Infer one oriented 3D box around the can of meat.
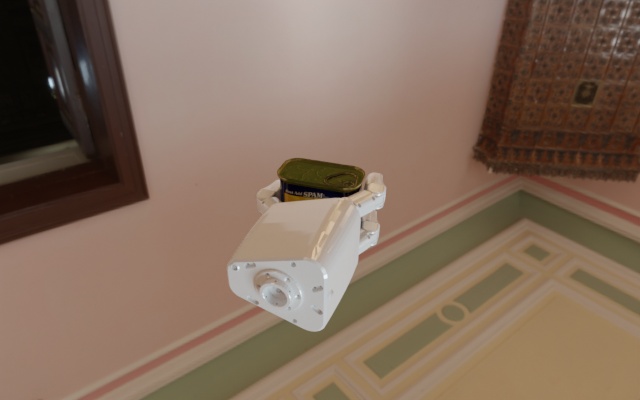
[{"bbox_3d":[0.000,0.002,0.584,0.102,0.084,0.057,9,32,13],"label":"can of meat"}]
